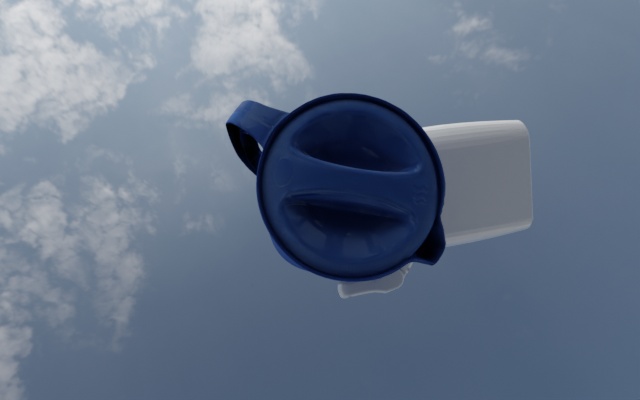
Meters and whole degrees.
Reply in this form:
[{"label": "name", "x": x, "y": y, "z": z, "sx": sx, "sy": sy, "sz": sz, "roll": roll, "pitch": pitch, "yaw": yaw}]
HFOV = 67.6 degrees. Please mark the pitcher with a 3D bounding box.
[{"label": "pitcher", "x": 0.000, "y": 0.001, "z": 0.439, "sx": 0.145, "sy": 0.149, "sz": 0.243, "roll": -10, "pitch": -8, "yaw": -9}]
